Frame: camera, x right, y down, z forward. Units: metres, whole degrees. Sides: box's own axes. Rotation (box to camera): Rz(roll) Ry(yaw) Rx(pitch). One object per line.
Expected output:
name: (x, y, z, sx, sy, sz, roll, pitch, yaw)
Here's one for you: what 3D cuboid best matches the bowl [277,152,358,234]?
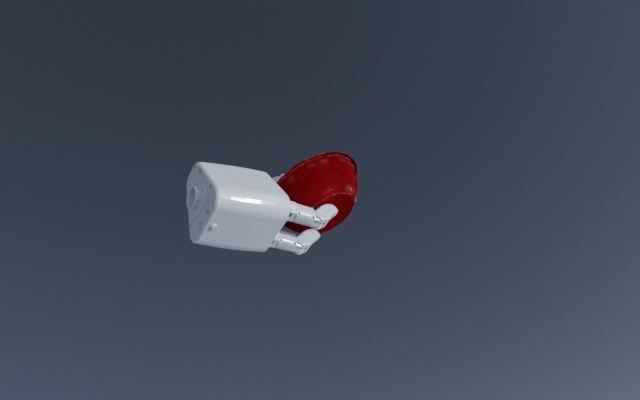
bowl: (0.001, 0.003, 0.741, 0.162, 0.055, 0.162, -24, -33, -16)
